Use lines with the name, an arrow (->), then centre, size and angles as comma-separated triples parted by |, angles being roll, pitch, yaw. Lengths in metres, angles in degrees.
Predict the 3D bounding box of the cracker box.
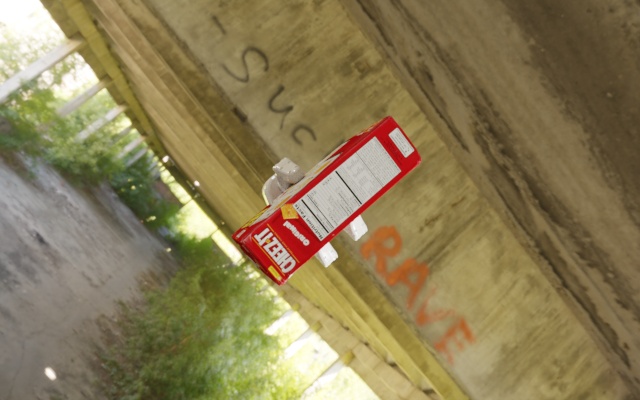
cracker box -> 0.000, 0.002, 0.578 | 0.213, 0.072, 0.164 | -41, 7, -12
